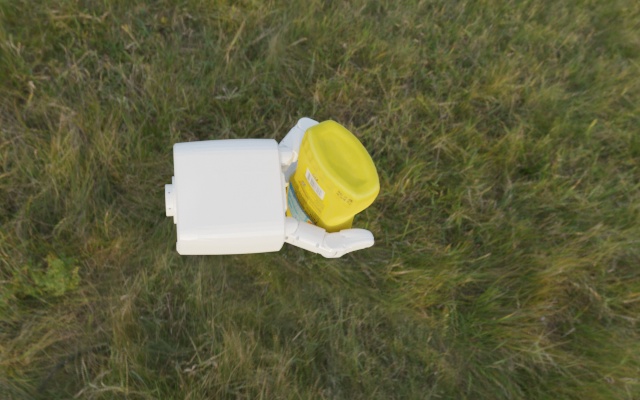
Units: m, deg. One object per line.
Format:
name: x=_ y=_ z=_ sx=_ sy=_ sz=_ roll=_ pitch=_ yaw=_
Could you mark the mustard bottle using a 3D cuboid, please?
mustard bottle: x=0.000 y=0.002 z=0.546 sx=0.058 sy=0.096 sz=0.192 roll=-27 pitch=-18 yaw=-27
